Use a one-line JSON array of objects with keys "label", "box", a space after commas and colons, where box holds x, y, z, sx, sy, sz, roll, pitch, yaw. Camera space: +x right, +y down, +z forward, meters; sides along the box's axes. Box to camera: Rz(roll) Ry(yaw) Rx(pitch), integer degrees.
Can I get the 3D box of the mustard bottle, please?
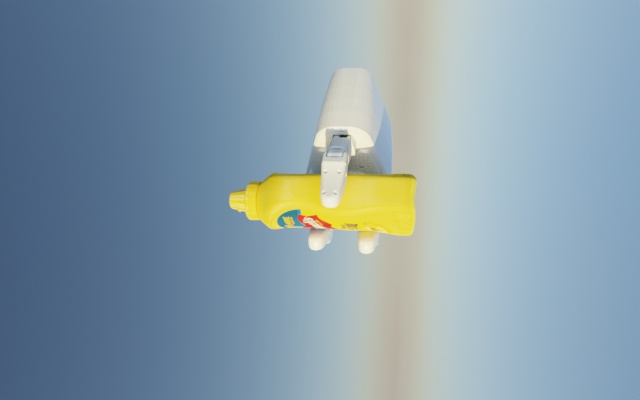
[{"label": "mustard bottle", "box": [0.000, 0.002, 0.492, 0.191, 0.058, 0.096, 2, -13, 10]}]
